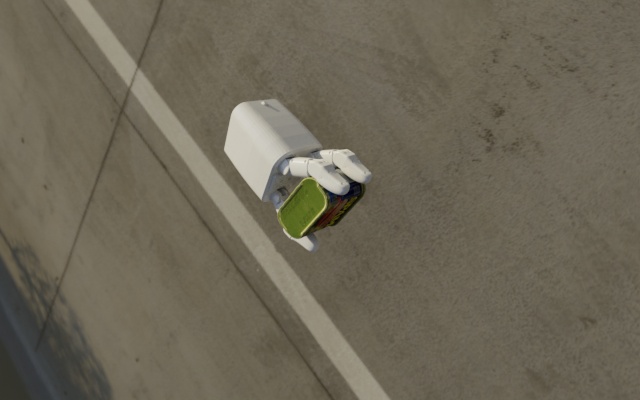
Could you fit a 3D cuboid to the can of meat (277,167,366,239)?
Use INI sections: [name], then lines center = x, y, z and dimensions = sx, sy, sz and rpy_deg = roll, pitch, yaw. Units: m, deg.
[can of meat]
center = 0.000, 0.002, 0.657
dimensions = 0.084, 0.057, 0.102
rpy_deg = -20, -23, -49
